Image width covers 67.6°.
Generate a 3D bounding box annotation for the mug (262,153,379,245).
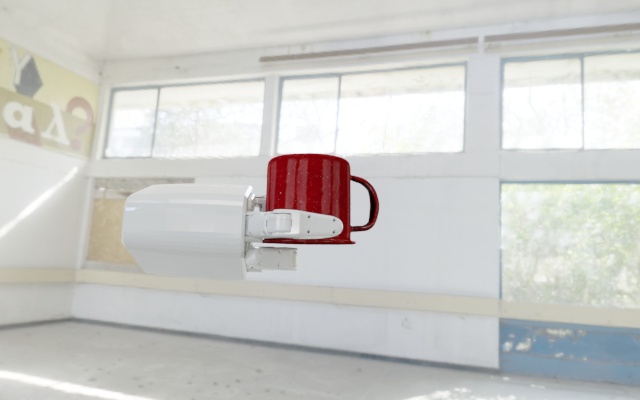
[{"bbox_3d":[0.002,0.001,0.464,0.117,0.081,0.093,2,-7,-7],"label":"mug"}]
